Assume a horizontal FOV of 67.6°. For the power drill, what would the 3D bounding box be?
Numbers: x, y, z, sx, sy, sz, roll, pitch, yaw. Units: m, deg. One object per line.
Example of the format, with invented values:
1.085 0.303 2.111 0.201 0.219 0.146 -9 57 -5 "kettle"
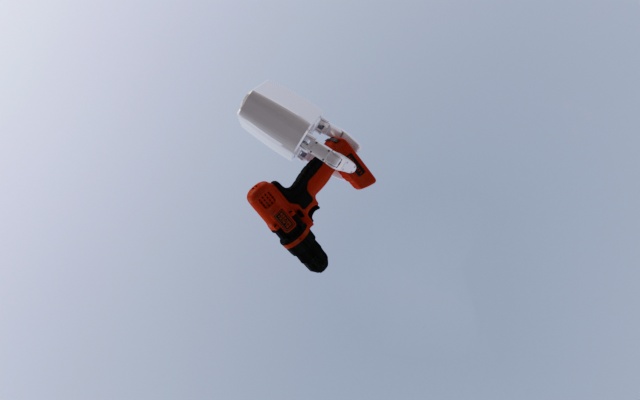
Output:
0.000 0.002 0.782 0.187 0.184 0.057 -43 21 -12 "power drill"
